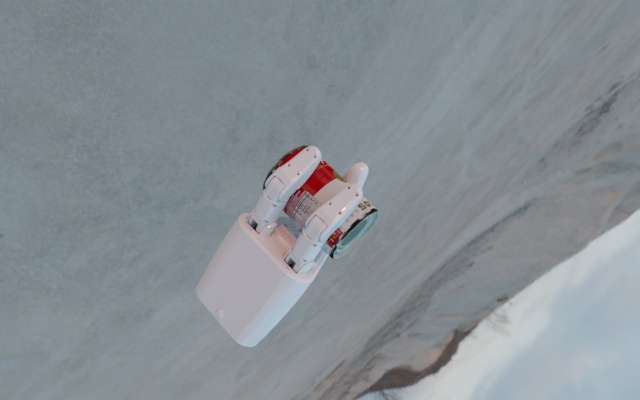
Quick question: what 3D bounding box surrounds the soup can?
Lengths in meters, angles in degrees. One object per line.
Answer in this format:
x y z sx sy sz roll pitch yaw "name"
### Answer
0.001 0.001 0.483 0.102 0.068 0.068 44 16 17 "soup can"
